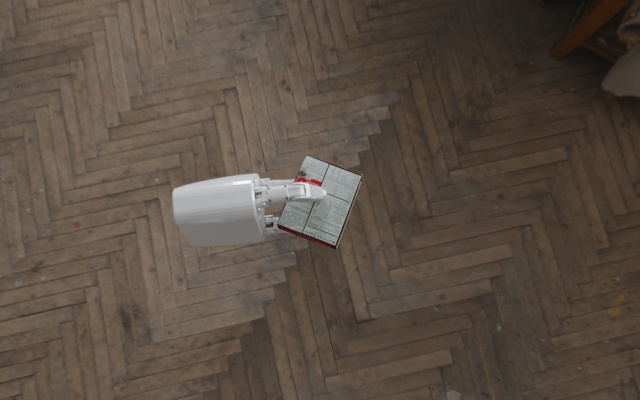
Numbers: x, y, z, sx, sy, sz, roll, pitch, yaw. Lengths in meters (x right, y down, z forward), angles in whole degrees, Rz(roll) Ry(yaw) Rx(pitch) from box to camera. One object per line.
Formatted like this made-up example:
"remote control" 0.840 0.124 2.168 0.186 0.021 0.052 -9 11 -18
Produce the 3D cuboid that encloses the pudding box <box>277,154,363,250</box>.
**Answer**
"pudding box" 0.000 0.002 0.672 0.090 0.113 0.039 21 -9 3
